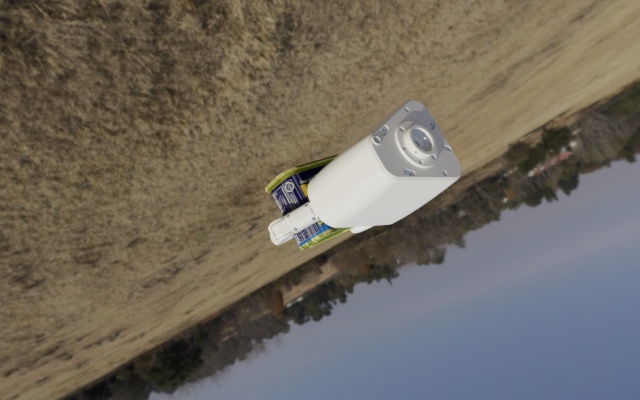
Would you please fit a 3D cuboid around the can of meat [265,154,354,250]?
[{"bbox_3d":[0.000,0.002,0.556,0.102,0.084,0.057,-21,-12,-43],"label":"can of meat"}]
